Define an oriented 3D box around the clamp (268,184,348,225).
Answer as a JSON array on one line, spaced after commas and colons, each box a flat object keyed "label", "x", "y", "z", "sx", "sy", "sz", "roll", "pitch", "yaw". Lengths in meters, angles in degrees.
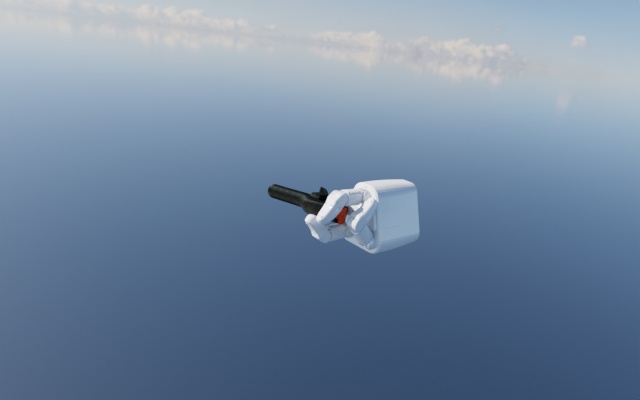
[{"label": "clamp", "x": 0.000, "y": 0.002, "z": 0.826, "sx": 0.120, "sy": 0.039, "sz": 0.171, "roll": -8, "pitch": 23, "yaw": -39}]
